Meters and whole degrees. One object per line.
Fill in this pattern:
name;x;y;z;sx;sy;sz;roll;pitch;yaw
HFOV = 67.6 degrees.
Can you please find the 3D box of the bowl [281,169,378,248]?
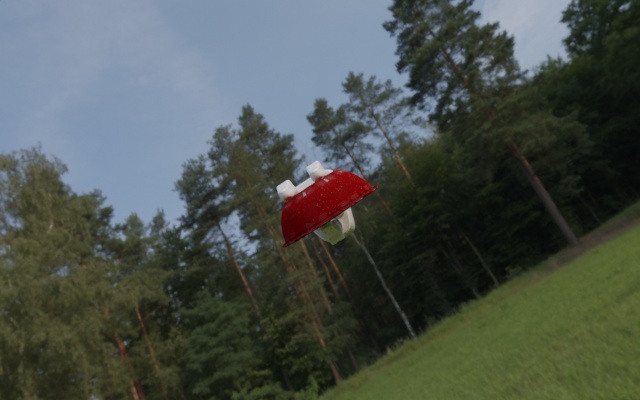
bowl;0.000;0.002;0.687;0.162;0.055;0.162;-33;1;0
